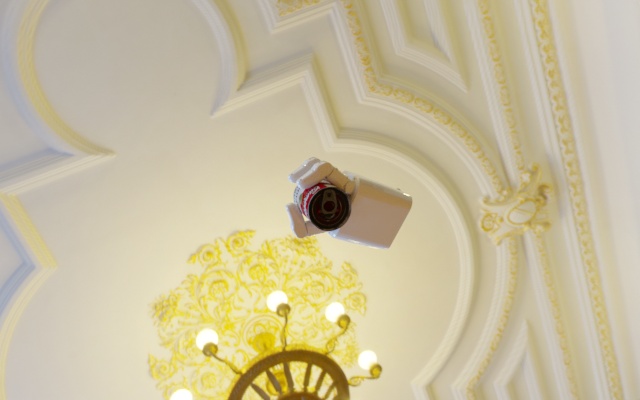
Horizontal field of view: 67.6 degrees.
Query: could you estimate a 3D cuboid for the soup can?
[{"bbox_3d":[0.000,0.002,0.753,0.068,0.068,0.102,0,12,-17],"label":"soup can"}]
